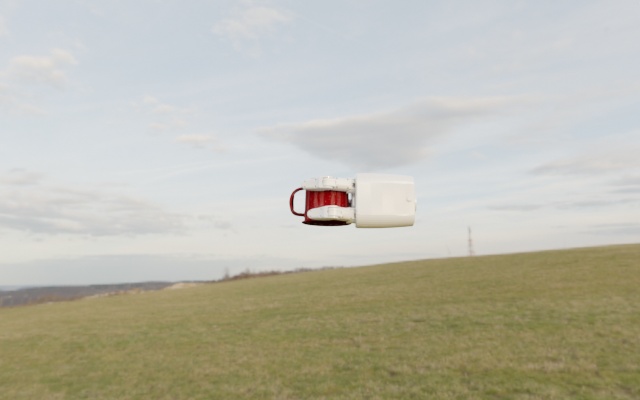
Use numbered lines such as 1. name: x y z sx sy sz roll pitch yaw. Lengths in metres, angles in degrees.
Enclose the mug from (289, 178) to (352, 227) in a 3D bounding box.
1. mug: -0.001 0.003 0.892 0.117 0.081 0.093 1 -9 -1
